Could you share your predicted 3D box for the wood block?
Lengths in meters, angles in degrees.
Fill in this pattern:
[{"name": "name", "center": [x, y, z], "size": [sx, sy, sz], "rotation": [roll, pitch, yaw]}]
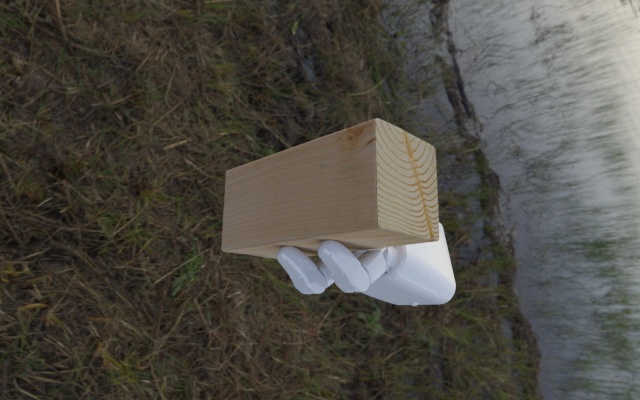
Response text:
[{"name": "wood block", "center": [0.000, 0.001, 0.464], "size": [0.206, 0.090, 0.090], "rotation": [-13, -20, 43]}]
